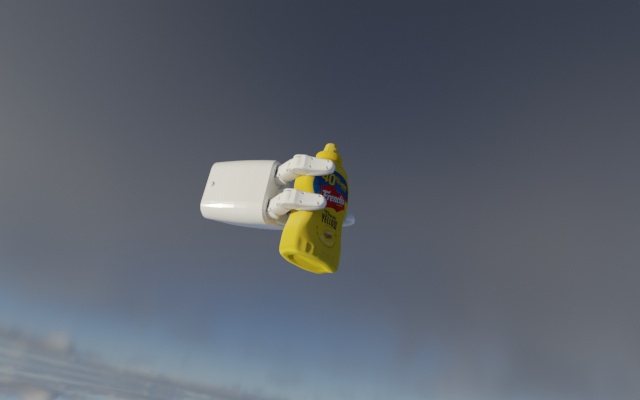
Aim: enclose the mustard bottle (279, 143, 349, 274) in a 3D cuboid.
[{"bbox_3d":[0.000,0.002,0.693,0.058,0.191,0.096,-12,-33,41],"label":"mustard bottle"}]
